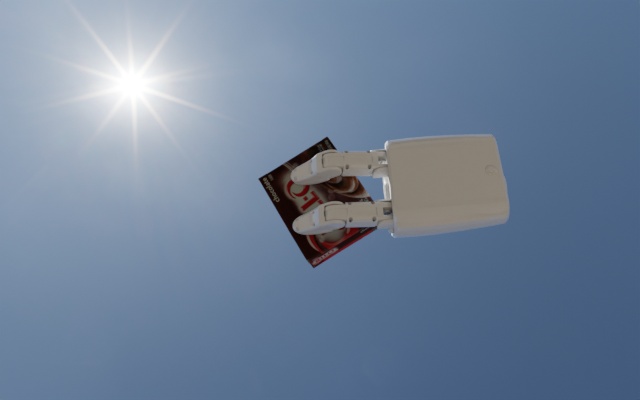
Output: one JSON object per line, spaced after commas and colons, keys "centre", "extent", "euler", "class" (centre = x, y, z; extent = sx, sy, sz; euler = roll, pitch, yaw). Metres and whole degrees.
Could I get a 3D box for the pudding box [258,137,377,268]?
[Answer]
{"centre": [0.000, 0.002, 0.511], "extent": [0.090, 0.113, 0.039], "euler": [-32, -24, -4], "class": "pudding box"}
